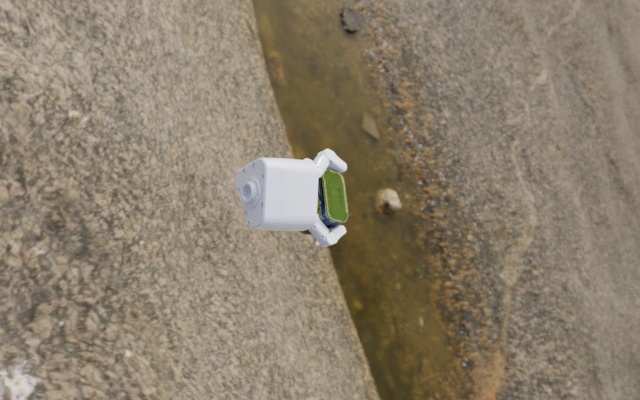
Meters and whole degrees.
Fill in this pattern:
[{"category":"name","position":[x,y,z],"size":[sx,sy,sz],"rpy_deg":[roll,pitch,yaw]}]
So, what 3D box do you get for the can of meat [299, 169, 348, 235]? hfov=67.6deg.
[{"category":"can of meat","position":[0.000,0.003,0.854],"size":[0.057,0.102,0.084],"rpy_deg":[7,-20,-41]}]
